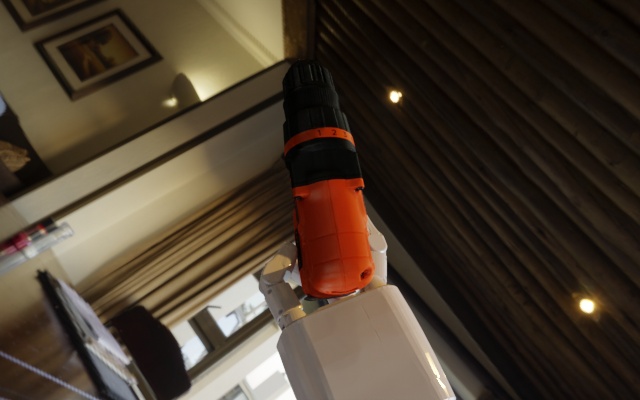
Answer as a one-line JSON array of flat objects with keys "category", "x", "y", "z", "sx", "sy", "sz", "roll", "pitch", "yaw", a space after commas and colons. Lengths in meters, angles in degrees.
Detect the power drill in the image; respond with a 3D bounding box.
[{"category": "power drill", "x": 0.000, "y": 0.002, "z": 0.410, "sx": 0.057, "sy": 0.184, "sz": 0.188, "roll": -7, "pitch": -22, "yaw": -2}]
